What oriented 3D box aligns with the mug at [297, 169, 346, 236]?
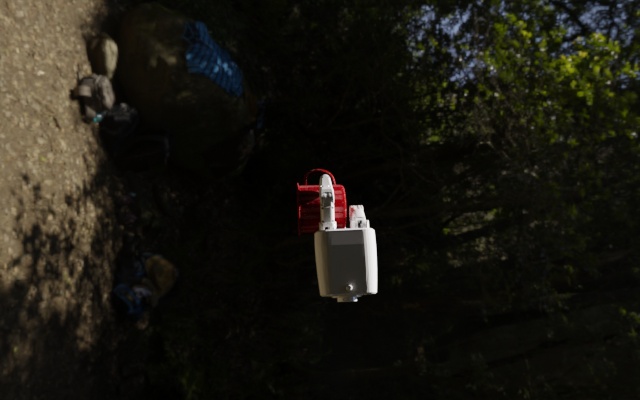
[{"bbox_3d":[0.000,0.001,0.836,0.081,0.117,0.093,-2,-12,-4],"label":"mug"}]
